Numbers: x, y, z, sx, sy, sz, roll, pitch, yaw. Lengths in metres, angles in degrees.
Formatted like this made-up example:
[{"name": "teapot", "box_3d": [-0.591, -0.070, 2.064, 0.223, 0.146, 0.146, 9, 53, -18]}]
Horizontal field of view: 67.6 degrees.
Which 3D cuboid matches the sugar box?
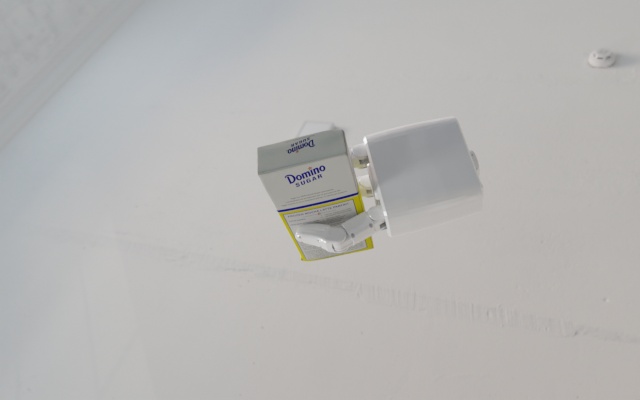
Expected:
[{"name": "sugar box", "box_3d": [0.000, 0.001, 0.535, 0.093, 0.048, 0.176, -12, -41, 6]}]
